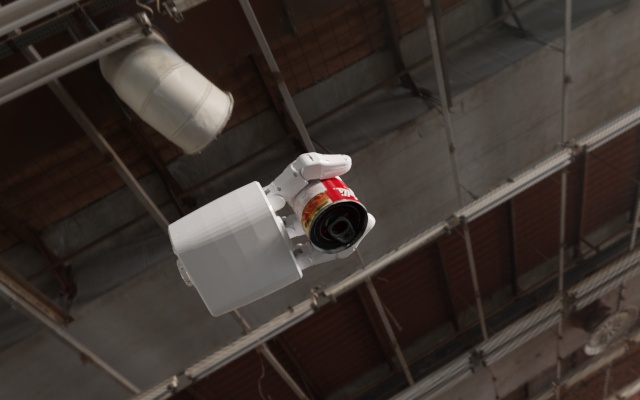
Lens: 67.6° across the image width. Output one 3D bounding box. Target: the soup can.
[{"bbox_3d":[0.000,0.001,0.531,0.068,0.068,0.102,0,32,-27],"label":"soup can"}]
